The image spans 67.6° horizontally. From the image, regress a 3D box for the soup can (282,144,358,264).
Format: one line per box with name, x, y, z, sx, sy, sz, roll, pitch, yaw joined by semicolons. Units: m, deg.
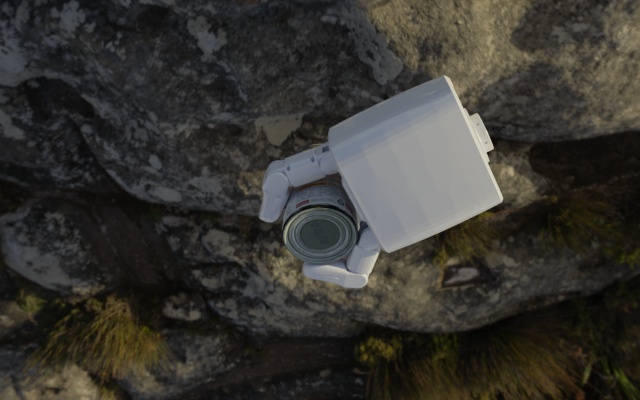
soup can;0.000;0.002;0.450;0.068;0.069;0.102;0;37;0
